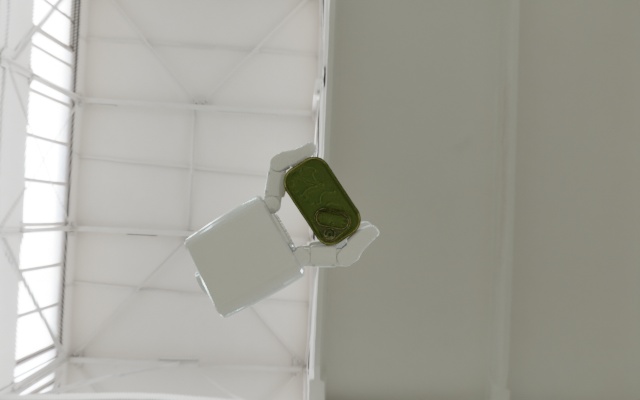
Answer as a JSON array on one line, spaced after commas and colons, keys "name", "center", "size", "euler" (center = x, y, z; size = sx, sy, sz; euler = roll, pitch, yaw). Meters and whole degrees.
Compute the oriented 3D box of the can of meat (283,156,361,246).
[{"name": "can of meat", "center": [0.000, 0.002, 0.586], "size": [0.057, 0.102, 0.084], "euler": [-34, 0, -3]}]
